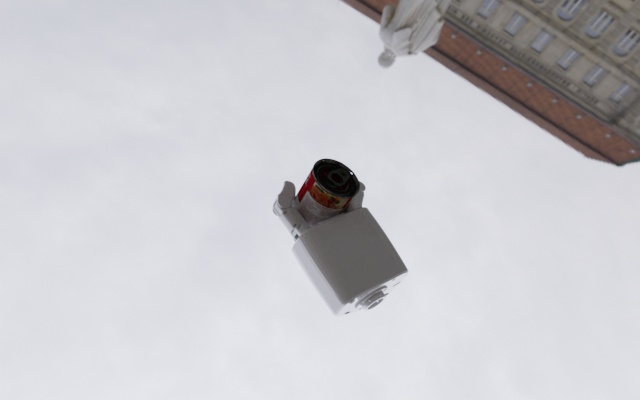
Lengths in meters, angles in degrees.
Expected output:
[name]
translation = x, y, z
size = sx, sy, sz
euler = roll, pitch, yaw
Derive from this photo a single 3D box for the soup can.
[soup can]
translation = 0.000, 0.002, 0.649
size = 0.068, 0.068, 0.102
euler = 0, -40, -33
